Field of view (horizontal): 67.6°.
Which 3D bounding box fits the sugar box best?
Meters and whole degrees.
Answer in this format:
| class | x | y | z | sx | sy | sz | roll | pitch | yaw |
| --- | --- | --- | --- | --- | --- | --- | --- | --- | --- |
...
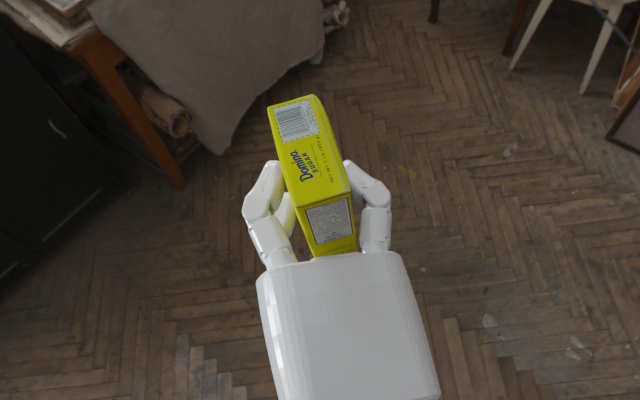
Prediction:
| class | x | y | z | sx | sy | sz | roll | pitch | yaw |
| --- | --- | --- | --- | --- | --- | --- | --- | --- | --- |
| sugar box | 0.000 | 0.002 | 0.414 | 0.048 | 0.093 | 0.176 | -15 | -29 | -3 |
